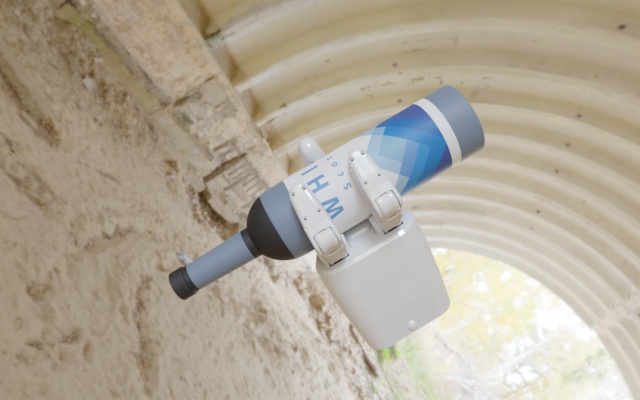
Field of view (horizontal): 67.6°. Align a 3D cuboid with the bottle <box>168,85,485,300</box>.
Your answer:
[{"bbox_3d":[0.000,0.001,0.423,0.296,0.069,0.069,-31,1,-1],"label":"bottle"}]
